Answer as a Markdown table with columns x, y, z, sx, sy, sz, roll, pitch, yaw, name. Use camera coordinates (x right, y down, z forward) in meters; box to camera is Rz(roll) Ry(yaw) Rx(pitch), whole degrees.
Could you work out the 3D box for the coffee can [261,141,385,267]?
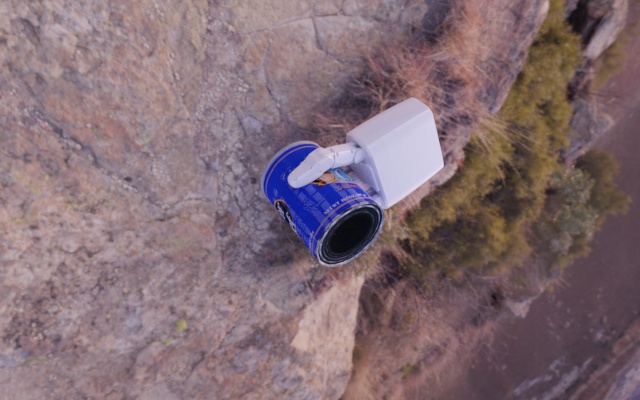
| x | y | z | sx | sy | sz | roll | pitch | yaw | name |
| --- | --- | --- | --- | --- | --- | --- | --- | --- | --- |
| 0.000 | 0.002 | 0.622 | 0.103 | 0.103 | 0.140 | 0 | 37 | -43 | coffee can |
